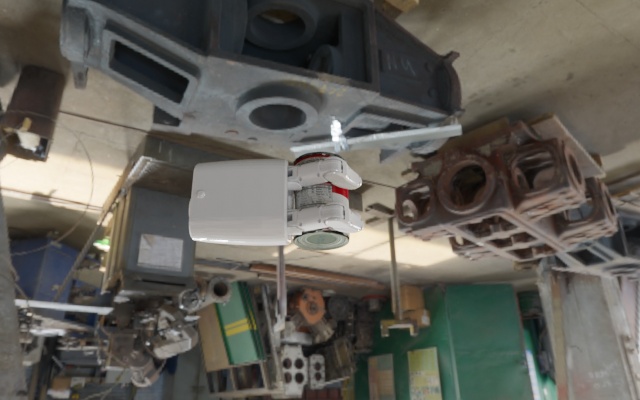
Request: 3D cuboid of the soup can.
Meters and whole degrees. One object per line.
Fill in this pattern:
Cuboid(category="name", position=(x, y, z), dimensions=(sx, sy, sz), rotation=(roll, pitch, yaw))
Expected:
Cuboid(category="soup can", position=(0.001, 0.002, 0.572), dimensions=(0.068, 0.102, 0.068), rotation=(-1, -24, 0))
